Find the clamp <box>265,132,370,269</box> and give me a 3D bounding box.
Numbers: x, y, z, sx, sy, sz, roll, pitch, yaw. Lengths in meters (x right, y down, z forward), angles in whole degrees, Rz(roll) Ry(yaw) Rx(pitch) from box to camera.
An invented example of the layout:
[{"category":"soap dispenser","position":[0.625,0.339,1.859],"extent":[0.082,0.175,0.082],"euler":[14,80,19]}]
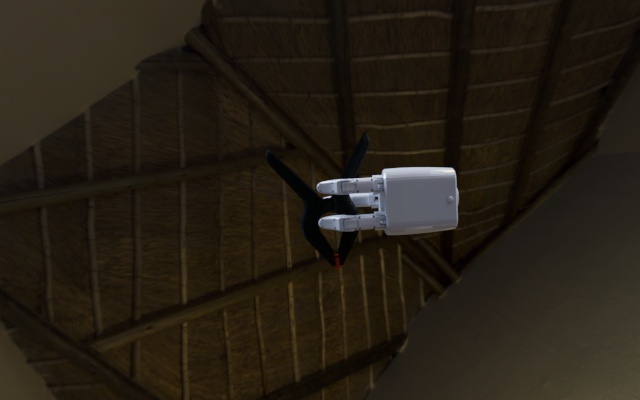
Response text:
[{"category":"clamp","position":[0.000,0.003,0.752],"extent":[0.164,0.210,0.036],"euler":[-3,4,4]}]
